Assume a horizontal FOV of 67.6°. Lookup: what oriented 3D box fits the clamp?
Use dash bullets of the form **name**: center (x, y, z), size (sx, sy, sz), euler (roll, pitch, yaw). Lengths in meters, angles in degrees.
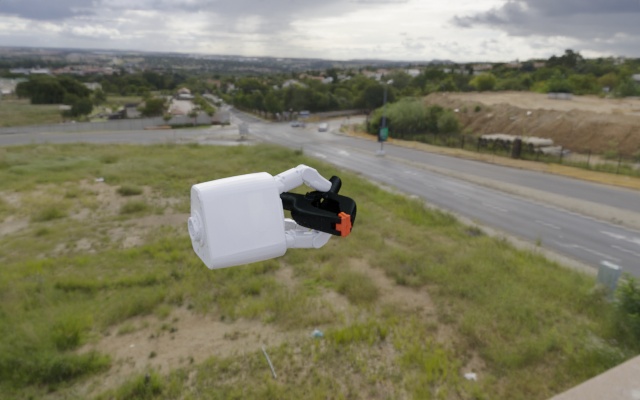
- **clamp**: center (0.000, 0.002, 0.709), size (0.164, 0.036, 0.210), euler (-13, 21, -28)
